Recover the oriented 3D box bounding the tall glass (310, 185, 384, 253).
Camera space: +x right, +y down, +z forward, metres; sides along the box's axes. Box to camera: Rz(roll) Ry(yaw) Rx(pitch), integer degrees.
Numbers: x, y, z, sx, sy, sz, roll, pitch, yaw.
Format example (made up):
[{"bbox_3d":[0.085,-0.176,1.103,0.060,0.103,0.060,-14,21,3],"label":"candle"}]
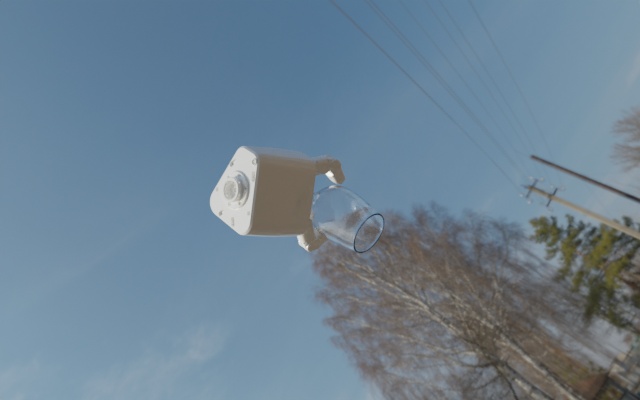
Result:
[{"bbox_3d":[0.000,0.002,0.714,0.201,0.079,0.079,33,21,36],"label":"tall glass"}]
